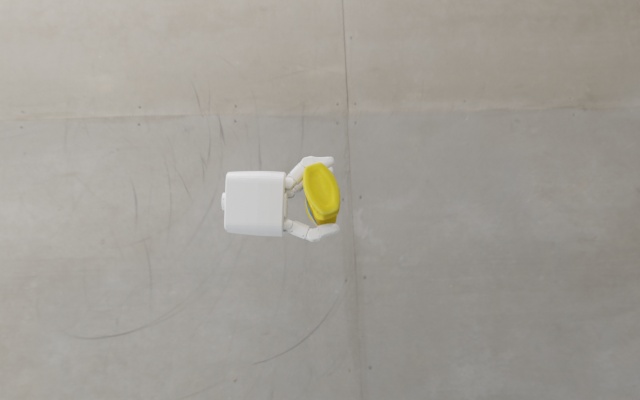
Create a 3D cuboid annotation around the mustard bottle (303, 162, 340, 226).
[{"bbox_3d":[0.000,0.003,0.898,0.058,0.096,0.192,-21,-14,-7],"label":"mustard bottle"}]
